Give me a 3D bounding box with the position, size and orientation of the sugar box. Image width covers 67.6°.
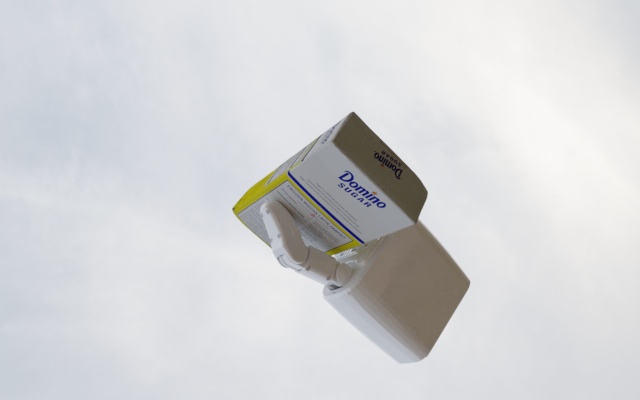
[{"bbox_3d":[0.000,0.001,0.423,0.093,0.048,0.176,43,-39,-15],"label":"sugar box"}]
